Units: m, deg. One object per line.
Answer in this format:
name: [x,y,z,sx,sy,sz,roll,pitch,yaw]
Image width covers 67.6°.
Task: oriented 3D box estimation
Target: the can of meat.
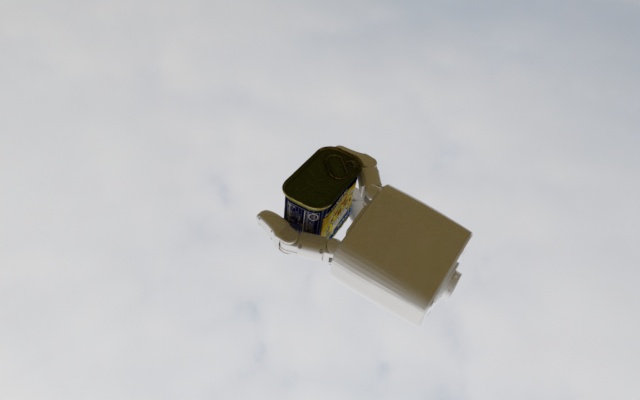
can of meat: [0.000,0.002,0.540,0.057,0.084,0.102,26,48,18]
